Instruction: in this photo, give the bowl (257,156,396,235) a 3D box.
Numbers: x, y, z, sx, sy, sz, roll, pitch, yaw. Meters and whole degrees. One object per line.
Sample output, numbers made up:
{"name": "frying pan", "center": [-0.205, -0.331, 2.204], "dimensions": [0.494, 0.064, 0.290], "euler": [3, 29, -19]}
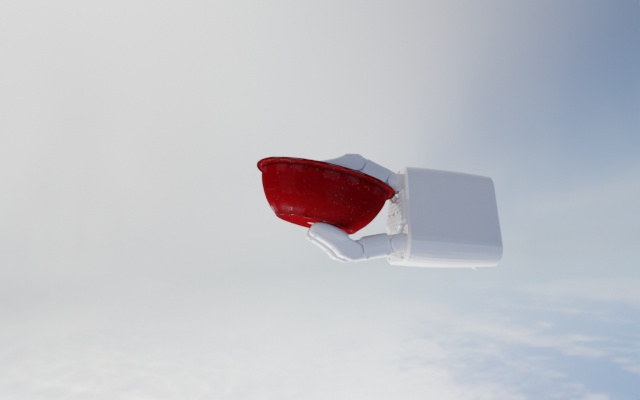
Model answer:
{"name": "bowl", "center": [-0.001, 0.002, 0.543], "dimensions": [0.162, 0.055, 0.162], "euler": [13, -10, 2]}
